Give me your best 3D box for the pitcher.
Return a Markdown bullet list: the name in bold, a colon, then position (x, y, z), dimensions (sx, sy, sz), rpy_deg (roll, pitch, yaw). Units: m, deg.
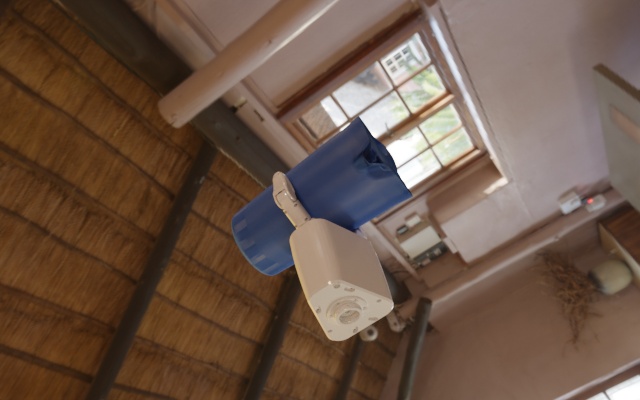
- **pitcher**: position (0.000, 0.002, 0.688), dimensions (0.243, 0.145, 0.149), rpy_deg (-34, -52, 12)
